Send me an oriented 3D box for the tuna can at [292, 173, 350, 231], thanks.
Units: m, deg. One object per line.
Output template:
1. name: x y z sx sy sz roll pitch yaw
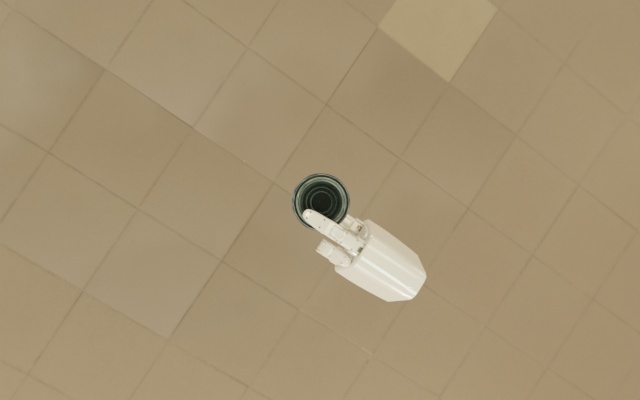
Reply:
1. tuna can: 0.000 0.002 0.706 0.086 0.086 0.034 0 2 -4
